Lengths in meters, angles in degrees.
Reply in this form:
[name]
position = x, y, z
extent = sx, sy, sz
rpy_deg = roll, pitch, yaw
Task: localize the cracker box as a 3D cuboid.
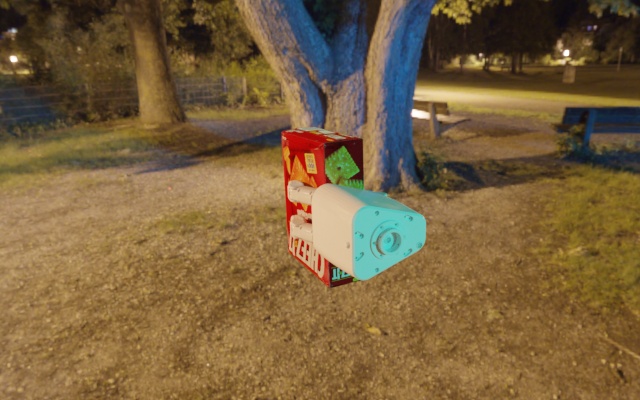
[cracker box]
position = 0.000, 0.002, 0.735
extent = 0.072, 0.214, 0.164
rpy_deg = -9, 18, -24
